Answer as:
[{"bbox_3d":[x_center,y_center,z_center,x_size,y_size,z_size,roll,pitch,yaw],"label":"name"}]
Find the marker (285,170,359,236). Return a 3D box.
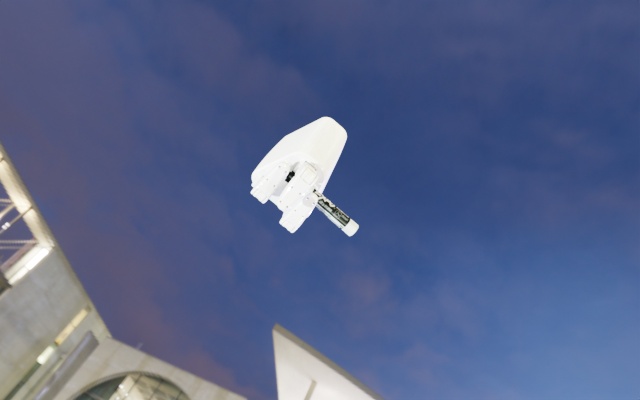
[{"bbox_3d":[0.000,0.002,0.629,0.121,0.020,0.020,40,-9,-10],"label":"marker"}]
